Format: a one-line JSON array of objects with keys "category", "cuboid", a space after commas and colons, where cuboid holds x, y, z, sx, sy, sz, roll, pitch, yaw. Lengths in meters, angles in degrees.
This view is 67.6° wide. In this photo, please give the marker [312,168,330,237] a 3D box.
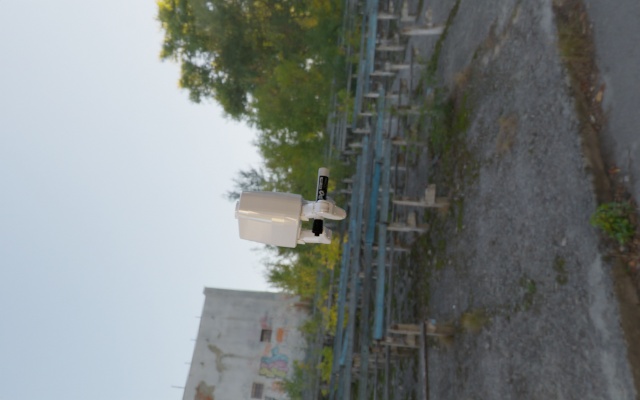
[{"category": "marker", "cuboid": [0.000, 0.003, 0.818, 0.020, 0.121, 0.020, 6, -17, 2]}]
